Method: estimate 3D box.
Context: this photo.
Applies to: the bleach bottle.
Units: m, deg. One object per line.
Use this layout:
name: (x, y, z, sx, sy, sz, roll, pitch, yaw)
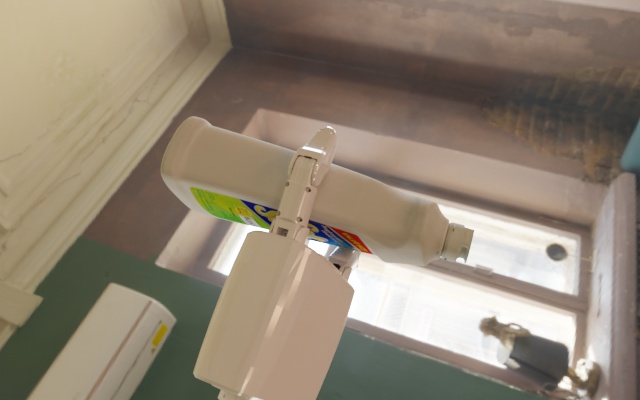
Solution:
bleach bottle: (0.000, 0.001, 0.402, 0.251, 0.068, 0.103, 15, -22, 16)
